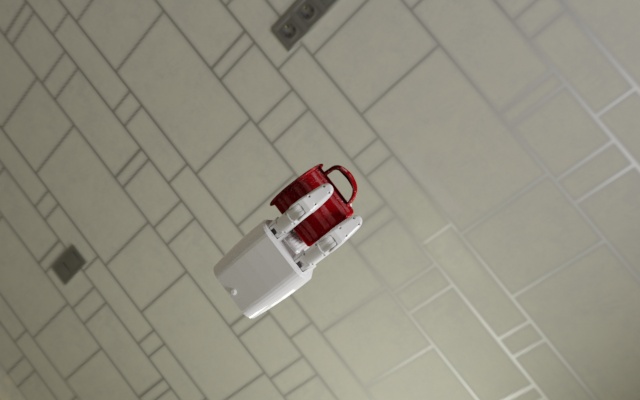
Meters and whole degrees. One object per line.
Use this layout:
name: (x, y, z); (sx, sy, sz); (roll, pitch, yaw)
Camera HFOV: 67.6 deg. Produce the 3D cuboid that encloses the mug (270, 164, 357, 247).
mug: (0.001, 0.001, 0.651); (0.117, 0.081, 0.093); (-39, -4, 18)
